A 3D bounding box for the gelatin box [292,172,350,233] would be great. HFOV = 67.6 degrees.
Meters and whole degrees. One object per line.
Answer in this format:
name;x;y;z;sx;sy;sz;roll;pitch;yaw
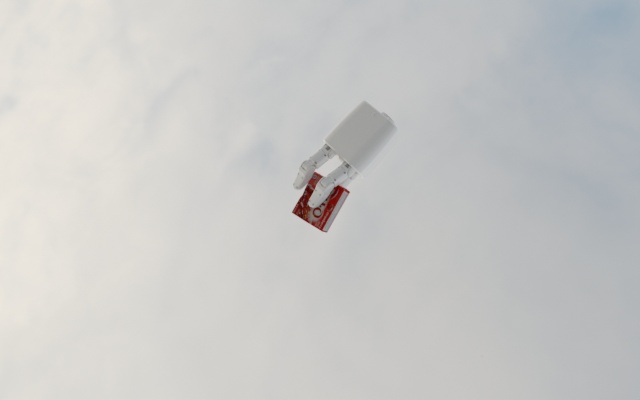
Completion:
gelatin box;0.000;0.003;0.874;0.073;0.089;0.030;30;3;26
